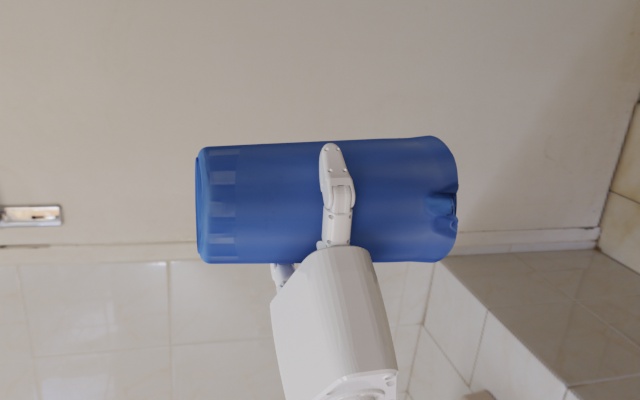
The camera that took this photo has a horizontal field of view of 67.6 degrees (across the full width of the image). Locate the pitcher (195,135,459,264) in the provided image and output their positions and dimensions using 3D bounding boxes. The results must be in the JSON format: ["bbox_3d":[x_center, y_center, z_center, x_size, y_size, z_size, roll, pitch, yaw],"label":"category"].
[{"bbox_3d":[0.000,0.002,0.480,0.243,0.145,0.149,-1,-40,-16],"label":"pitcher"}]
